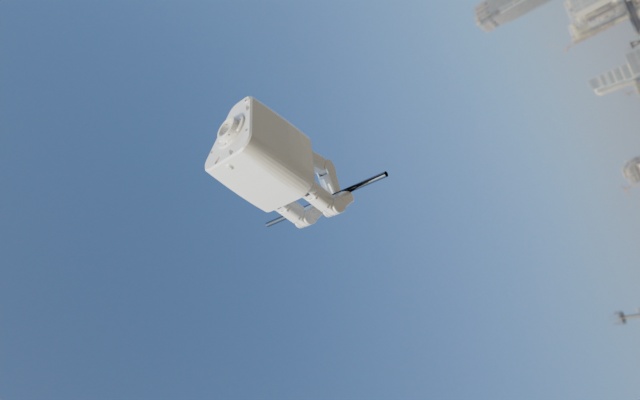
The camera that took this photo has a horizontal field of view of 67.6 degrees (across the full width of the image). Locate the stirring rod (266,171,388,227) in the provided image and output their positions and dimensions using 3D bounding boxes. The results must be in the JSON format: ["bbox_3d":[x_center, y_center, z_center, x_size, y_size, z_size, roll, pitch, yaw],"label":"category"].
[{"bbox_3d":[0.000,0.002,0.704,0.239,0.011,0.011,-23,-15,38],"label":"stirring rod"}]
